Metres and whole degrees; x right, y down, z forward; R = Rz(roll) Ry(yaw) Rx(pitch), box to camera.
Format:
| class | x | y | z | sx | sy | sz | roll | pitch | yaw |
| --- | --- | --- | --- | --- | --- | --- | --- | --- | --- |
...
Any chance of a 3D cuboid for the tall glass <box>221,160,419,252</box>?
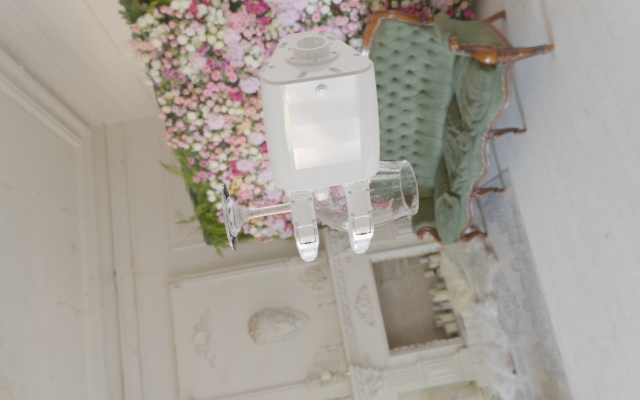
| class | x | y | z | sx | sy | sz | roll | pitch | yaw |
| --- | --- | --- | --- | --- | --- | --- | --- | --- | --- |
| tall glass | -0.001 | 0.002 | 0.516 | 0.201 | 0.079 | 0.079 | -9 | 1 | -4 |
